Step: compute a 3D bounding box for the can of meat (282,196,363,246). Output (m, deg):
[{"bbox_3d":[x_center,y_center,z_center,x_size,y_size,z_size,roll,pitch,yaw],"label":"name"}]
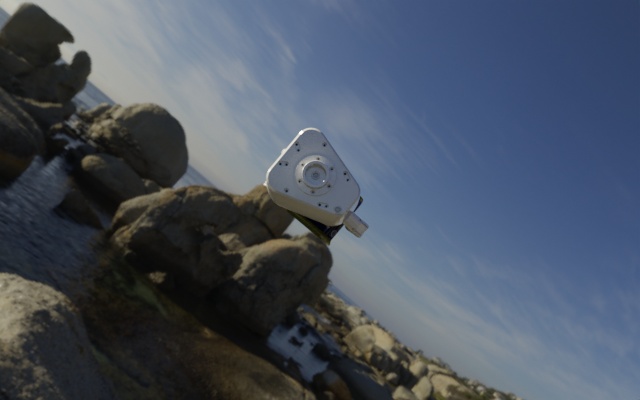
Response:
[{"bbox_3d":[0.000,0.002,0.708,0.102,0.084,0.057,39,-6,7],"label":"can of meat"}]
